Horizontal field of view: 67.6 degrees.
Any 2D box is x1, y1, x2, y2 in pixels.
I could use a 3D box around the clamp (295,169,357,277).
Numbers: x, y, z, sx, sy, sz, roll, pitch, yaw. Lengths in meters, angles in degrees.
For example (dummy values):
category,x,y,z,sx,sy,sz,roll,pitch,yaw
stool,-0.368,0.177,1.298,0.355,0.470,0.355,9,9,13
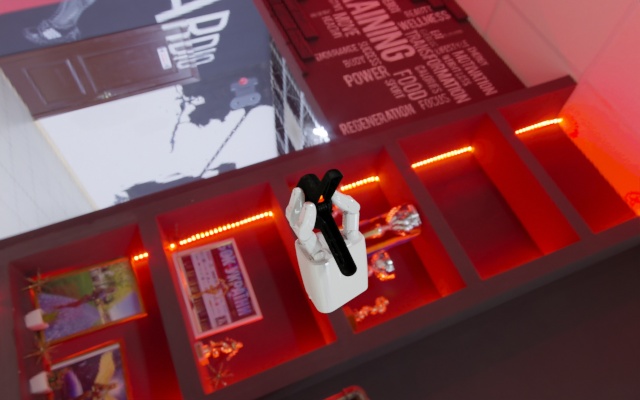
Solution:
category,x,y,z,sx,sy,sz,roll,pitch,yaw
clamp,0.001,0.002,0.752,0.036,0.165,0.210,-15,28,-16
